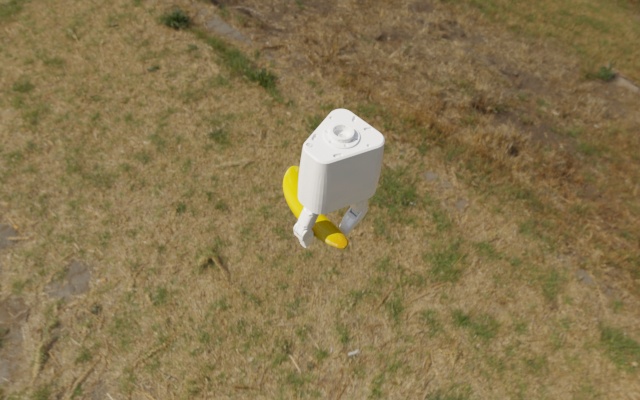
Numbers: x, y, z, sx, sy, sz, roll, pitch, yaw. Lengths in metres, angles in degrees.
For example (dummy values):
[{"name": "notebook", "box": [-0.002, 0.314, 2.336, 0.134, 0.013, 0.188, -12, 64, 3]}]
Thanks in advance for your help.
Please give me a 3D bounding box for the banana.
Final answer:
[{"name": "banana", "box": [-0.019, 0.004, 0.783, 0.069, 0.197, 0.037, -11, -39, -17]}]
